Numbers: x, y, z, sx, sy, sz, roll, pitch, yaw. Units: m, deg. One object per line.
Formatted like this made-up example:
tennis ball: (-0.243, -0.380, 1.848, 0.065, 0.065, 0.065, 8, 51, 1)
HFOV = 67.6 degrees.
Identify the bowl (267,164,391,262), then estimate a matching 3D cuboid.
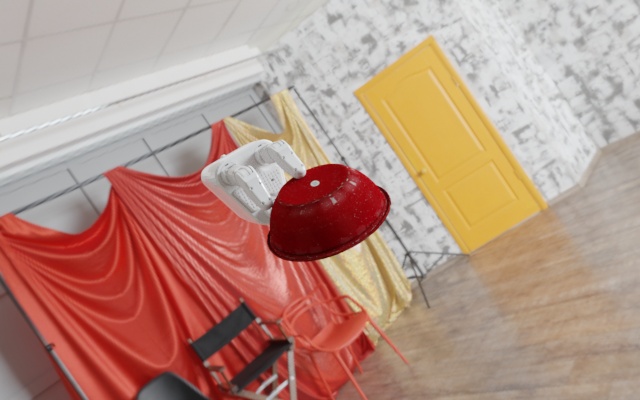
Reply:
bowl: (0.001, 0.002, 0.576, 0.162, 0.055, 0.162, -18, 28, 10)
